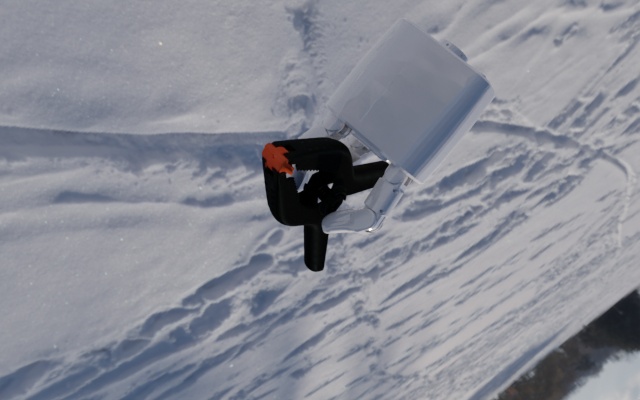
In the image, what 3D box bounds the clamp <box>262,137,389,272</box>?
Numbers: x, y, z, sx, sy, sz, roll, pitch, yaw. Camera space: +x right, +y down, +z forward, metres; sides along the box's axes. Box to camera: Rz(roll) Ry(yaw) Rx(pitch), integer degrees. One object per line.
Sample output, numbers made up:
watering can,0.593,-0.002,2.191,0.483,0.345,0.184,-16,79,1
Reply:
clamp,0.000,0.002,0.477,0.036,0.164,0.210,43,11,30
